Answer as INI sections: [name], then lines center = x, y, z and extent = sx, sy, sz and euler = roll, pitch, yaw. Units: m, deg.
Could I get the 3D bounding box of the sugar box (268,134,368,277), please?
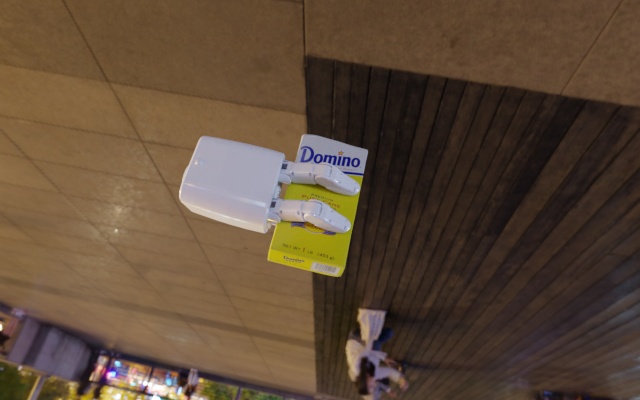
[sugar box]
center = 0.000, 0.002, 0.609
extent = 0.093, 0.176, 0.048
euler = 15, -28, -3
